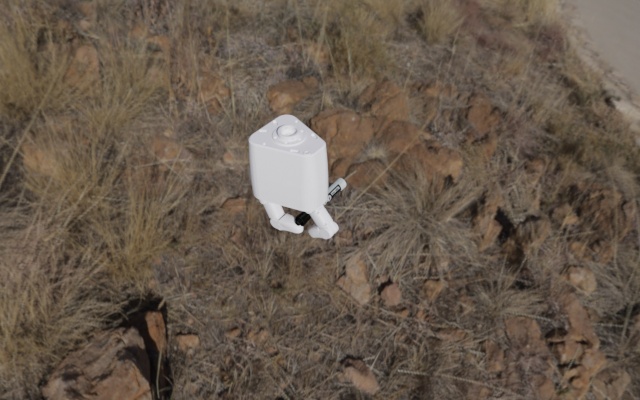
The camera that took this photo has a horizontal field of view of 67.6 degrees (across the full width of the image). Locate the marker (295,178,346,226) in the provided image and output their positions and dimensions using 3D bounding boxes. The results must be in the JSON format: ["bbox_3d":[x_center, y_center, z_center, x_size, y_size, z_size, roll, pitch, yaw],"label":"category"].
[{"bbox_3d":[0.000,0.003,0.772,0.020,0.020,0.121,0,33,46],"label":"marker"}]
